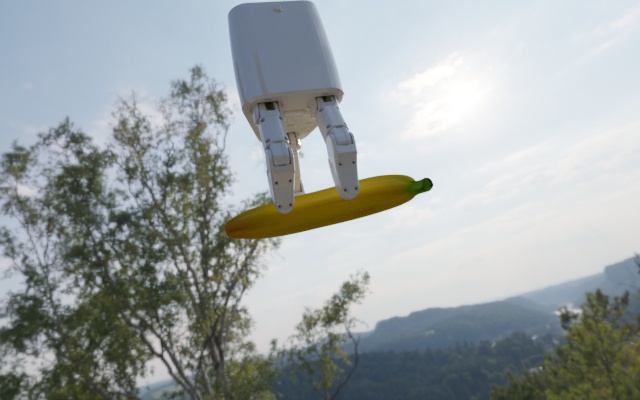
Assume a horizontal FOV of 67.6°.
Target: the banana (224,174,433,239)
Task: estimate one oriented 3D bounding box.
[{"bbox_3d":[0.007,0.004,0.464,0.198,0.037,0.069,-15,-13,9],"label":"banana"}]
